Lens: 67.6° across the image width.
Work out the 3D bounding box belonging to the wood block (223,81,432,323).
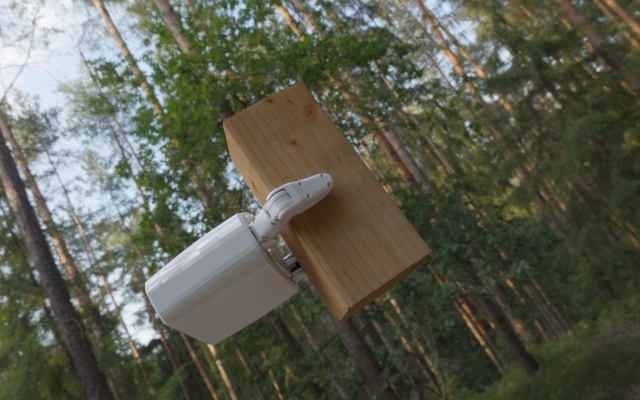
[{"bbox_3d":[0.000,0.001,0.462,0.090,0.206,0.091,-31,-16,-15],"label":"wood block"}]
